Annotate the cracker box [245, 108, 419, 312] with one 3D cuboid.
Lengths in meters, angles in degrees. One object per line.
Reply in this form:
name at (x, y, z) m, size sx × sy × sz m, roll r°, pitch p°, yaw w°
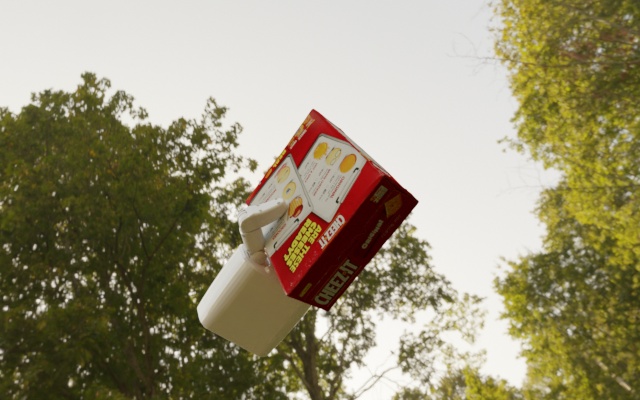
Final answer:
cracker box at (0.000, 0.002, 0.583) m, size 0.072 × 0.164 × 0.213 m, roll 30°, pitch 14°, yaw -33°
